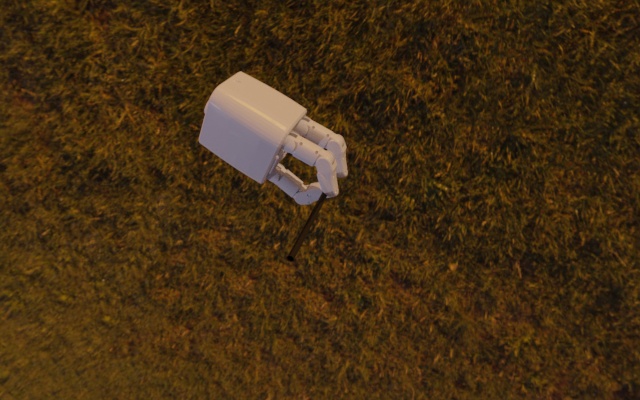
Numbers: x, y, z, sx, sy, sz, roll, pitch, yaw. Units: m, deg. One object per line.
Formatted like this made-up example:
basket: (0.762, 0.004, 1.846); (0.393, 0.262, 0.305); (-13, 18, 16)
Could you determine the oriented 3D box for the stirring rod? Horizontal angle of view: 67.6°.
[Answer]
stirring rod: (0.000, 0.002, 0.605); (0.011, 0.011, 0.239); (0, 30, 18)
